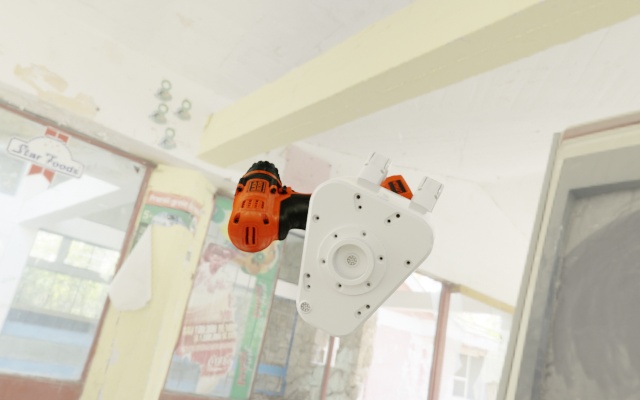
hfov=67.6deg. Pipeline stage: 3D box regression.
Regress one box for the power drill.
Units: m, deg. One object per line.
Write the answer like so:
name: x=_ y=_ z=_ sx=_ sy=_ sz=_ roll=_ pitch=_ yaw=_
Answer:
power drill: x=0.001 y=0.002 z=0.518 sx=0.187 sy=0.057 sz=0.184 roll=1 pitch=24 yaw=-2
